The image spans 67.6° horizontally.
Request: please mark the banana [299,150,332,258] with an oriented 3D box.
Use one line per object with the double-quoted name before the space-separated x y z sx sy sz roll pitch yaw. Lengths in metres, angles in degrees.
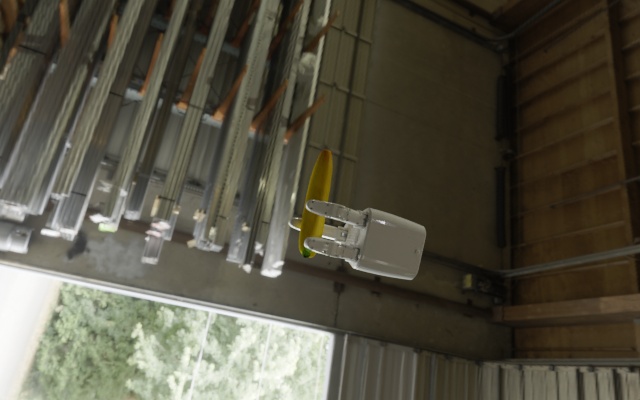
"banana" -0.006 0.013 0.776 0.037 0.197 0.070 15 -29 -12
